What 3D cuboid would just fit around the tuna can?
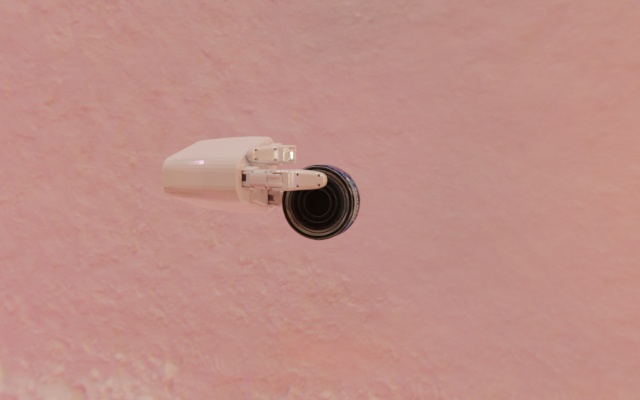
[{"bbox_3d":[0.000,0.002,0.543,0.086,0.086,0.034,0,3,16],"label":"tuna can"}]
